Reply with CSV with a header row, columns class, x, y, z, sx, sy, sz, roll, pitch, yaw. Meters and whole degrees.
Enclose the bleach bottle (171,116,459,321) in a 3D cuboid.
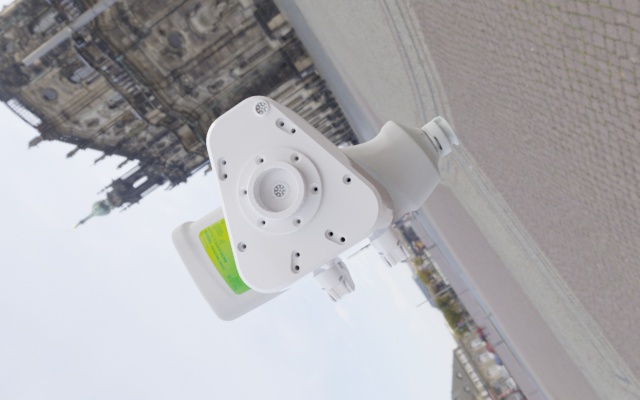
class,x,y,z,sx,sy,sz,roll,pitch,yaw
bleach bottle,0.000,0.001,0.419,0.251,0.102,0.068,-33,-7,7
